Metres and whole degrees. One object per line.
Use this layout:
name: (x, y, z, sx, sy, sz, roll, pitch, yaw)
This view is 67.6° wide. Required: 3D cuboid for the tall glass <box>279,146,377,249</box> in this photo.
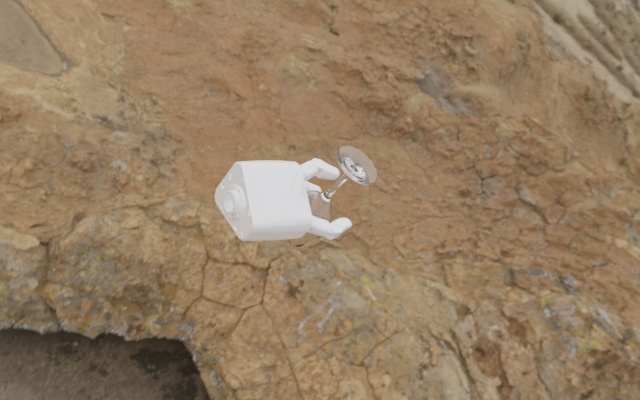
tall glass: (0.001, 0.002, 0.776, 0.079, 0.079, 0.201, 0, -34, -42)
